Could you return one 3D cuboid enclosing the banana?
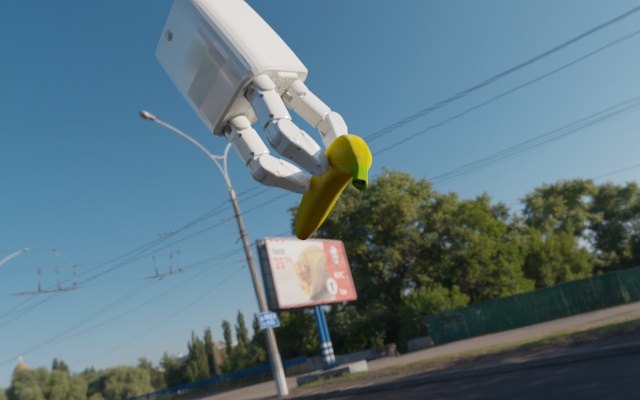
[{"bbox_3d":[0.008,-0.015,0.463,0.037,0.069,0.198,27,-22,-5],"label":"banana"}]
